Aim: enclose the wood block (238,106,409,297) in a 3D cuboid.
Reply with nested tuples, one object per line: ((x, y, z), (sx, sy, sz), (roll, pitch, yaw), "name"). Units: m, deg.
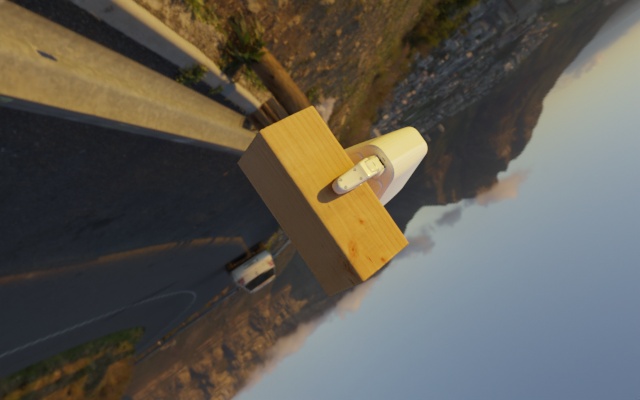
((0.001, 0.002, 0.590), (0.090, 0.206, 0.091), (-33, -4, -34), "wood block")
